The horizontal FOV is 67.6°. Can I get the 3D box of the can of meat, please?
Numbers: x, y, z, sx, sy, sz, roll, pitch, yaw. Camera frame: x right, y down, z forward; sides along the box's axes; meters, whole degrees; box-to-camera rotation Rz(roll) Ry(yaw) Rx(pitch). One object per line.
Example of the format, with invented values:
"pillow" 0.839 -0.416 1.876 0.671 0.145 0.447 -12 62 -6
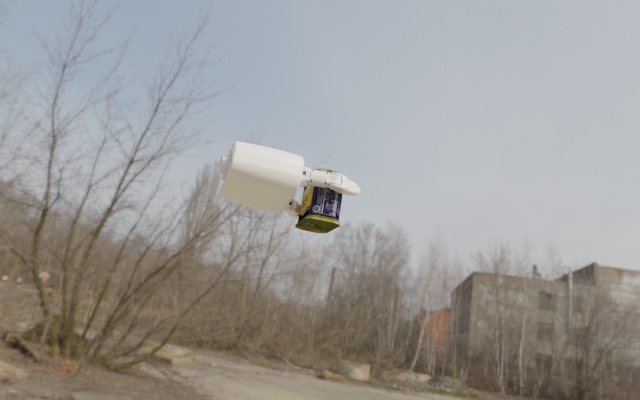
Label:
"can of meat" 0.000 0.002 0.779 0.057 0.084 0.102 13 -16 -13
